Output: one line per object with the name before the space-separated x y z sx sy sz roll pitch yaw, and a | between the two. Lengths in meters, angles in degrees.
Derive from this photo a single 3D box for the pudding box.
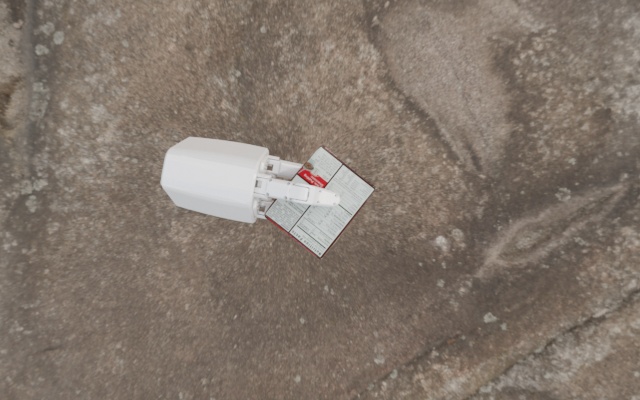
pudding box | 0.000 0.002 0.584 0.090 0.113 0.039 39 0 0
